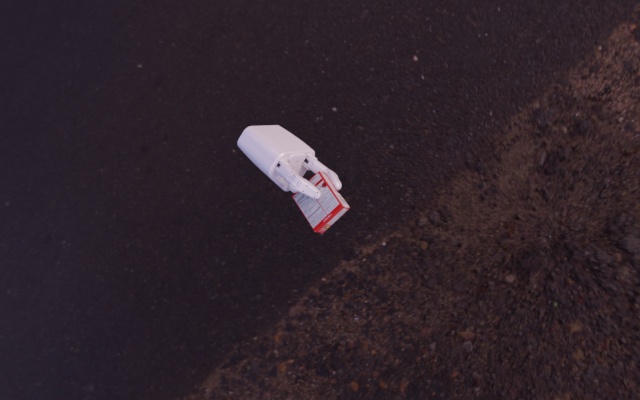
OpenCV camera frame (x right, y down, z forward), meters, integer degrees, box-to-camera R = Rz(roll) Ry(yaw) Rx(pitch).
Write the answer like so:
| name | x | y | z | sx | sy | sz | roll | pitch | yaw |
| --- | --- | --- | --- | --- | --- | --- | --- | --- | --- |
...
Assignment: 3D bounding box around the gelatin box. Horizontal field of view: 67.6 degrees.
| name | x | y | z | sx | sy | sz | roll | pitch | yaw |
| --- | --- | --- | --- | --- | --- | --- | --- | --- | --- |
| gelatin box | 0.000 | 0.003 | 0.866 | 0.073 | 0.089 | 0.030 | -44 | -28 | 19 |
